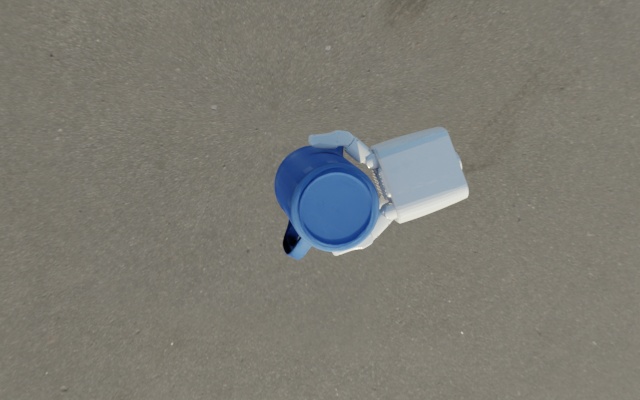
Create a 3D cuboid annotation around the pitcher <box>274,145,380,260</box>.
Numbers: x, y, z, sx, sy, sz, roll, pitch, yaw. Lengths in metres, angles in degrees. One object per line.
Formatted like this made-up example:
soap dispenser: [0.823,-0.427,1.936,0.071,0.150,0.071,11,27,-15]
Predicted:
pitcher: [0.000,0.002,0.675,0.145,0.149,0.243,-18,10,-4]
